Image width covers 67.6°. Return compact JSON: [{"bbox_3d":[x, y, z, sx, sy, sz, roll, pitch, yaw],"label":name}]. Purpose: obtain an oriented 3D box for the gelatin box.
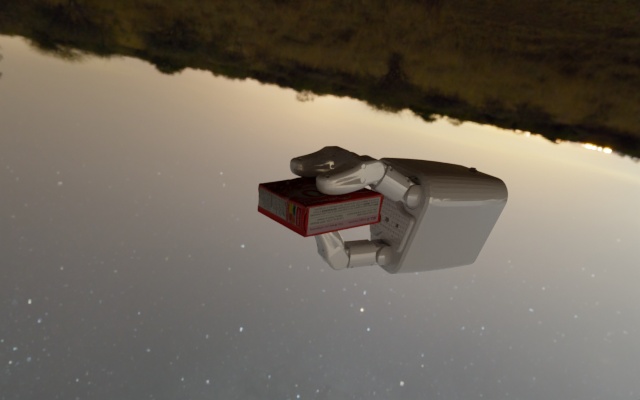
[{"bbox_3d":[0.000,0.002,0.426,0.089,0.030,0.073,-9,22,-37],"label":"gelatin box"}]
